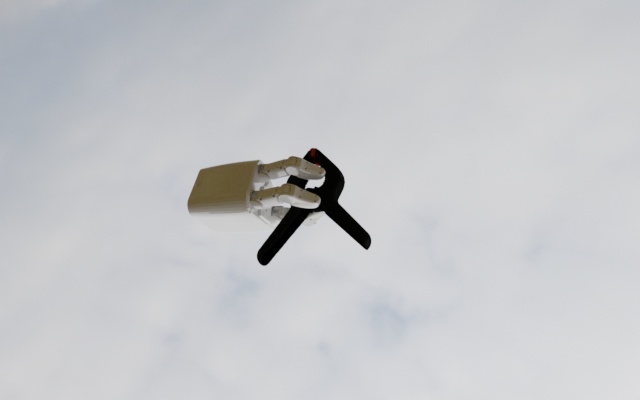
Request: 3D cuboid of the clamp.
[{"bbox_3d":[0.000,0.002,0.715,0.164,0.209,0.036,-4,-40,17],"label":"clamp"}]
